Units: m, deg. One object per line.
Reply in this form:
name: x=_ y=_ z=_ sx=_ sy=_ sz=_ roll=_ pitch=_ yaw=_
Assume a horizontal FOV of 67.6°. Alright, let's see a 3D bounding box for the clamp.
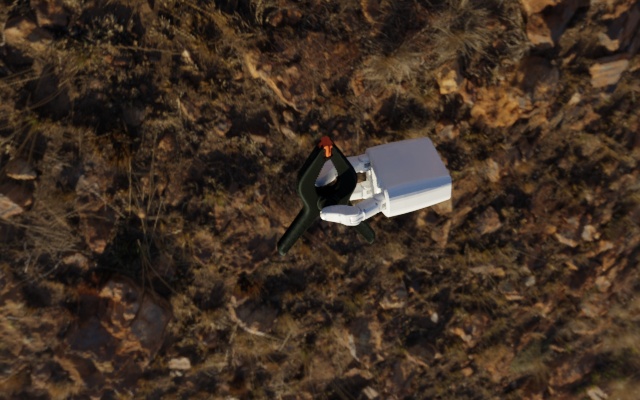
clamp: x=0.000 y=0.002 z=0.737 sx=0.164 sy=0.210 sz=0.036 roll=-13 pitch=38 yaw=-5
